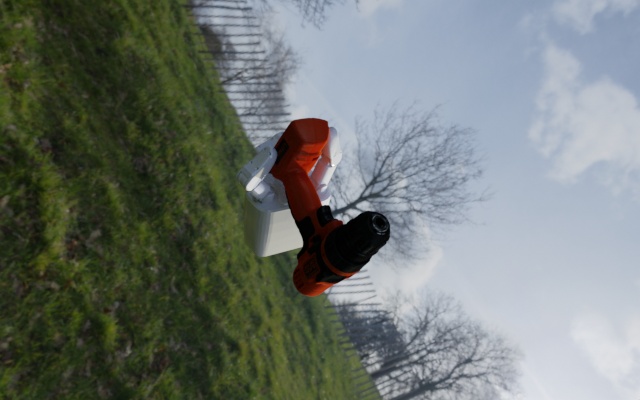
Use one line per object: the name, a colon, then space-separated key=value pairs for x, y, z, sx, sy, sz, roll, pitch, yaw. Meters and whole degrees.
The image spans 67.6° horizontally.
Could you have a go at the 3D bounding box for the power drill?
power drill: x=0.000 y=0.002 z=0.551 sx=0.057 sy=0.187 sz=0.184 roll=-3 pitch=-25 yaw=-30
